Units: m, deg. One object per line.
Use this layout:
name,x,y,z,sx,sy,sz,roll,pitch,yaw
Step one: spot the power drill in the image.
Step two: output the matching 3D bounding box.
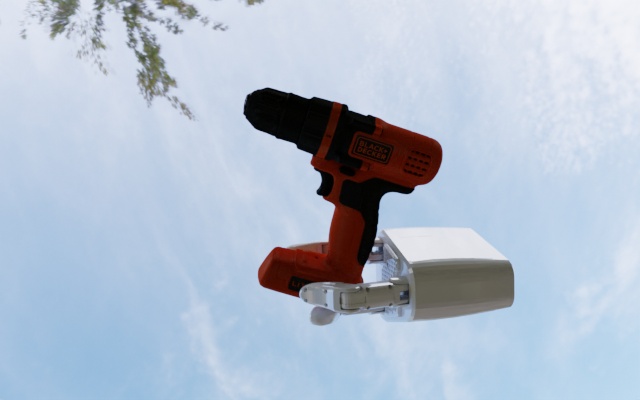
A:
power drill,0.000,0.002,0.451,0.184,0.188,0.057,18,20,-4
